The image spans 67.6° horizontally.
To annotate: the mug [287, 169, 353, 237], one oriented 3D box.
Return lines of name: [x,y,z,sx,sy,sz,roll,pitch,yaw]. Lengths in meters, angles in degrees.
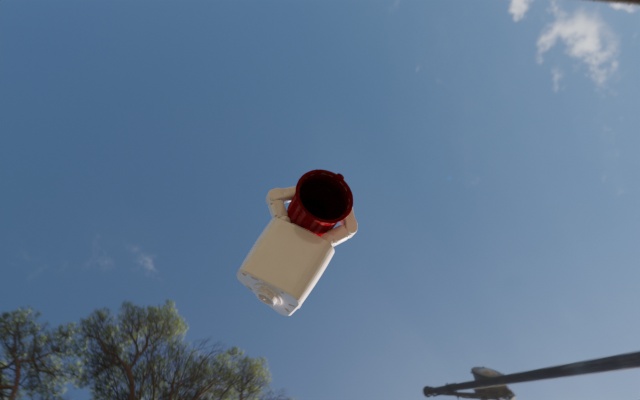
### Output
mug: [0.001,0.002,0.765,0.093,0.117,0.081,35,-34,0]
